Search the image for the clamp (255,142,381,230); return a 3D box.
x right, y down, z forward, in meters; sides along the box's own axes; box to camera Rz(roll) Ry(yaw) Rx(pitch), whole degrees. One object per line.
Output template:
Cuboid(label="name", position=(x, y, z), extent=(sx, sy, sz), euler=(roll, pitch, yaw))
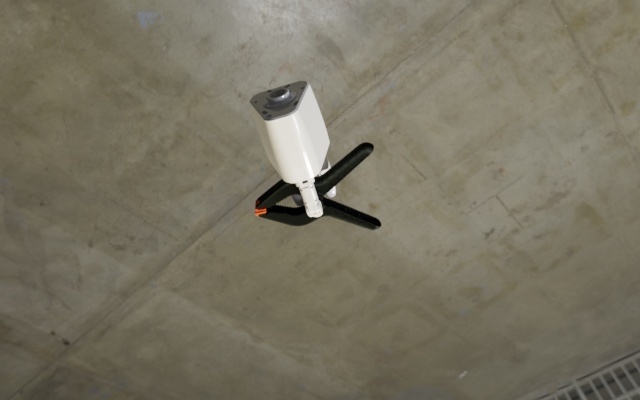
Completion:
Cuboid(label="clamp", position=(0.000, 0.003, 0.779), extent=(0.210, 0.165, 0.036), euler=(-15, 33, 5))
